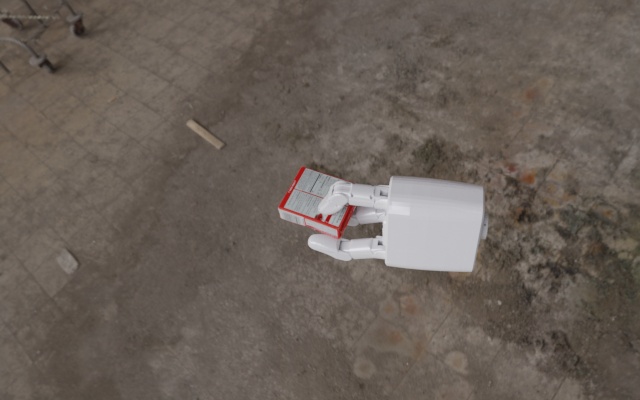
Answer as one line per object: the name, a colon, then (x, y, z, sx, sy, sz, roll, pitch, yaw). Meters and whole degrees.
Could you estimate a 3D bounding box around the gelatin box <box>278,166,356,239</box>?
gelatin box: (0.000, 0.002, 0.625, 0.089, 0.073, 0.030, 19, -30, 15)
